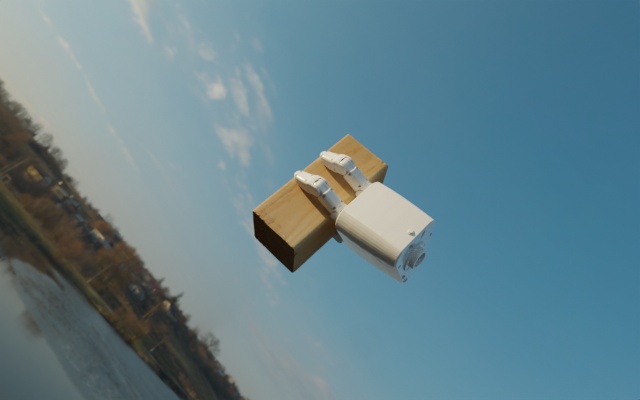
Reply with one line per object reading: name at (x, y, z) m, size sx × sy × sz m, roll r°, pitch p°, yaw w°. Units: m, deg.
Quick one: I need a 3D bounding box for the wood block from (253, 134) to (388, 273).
wood block at (0.000, 0.003, 0.750) m, size 0.206 × 0.090 × 0.091 m, roll -40°, pitch -20°, yaw -25°
